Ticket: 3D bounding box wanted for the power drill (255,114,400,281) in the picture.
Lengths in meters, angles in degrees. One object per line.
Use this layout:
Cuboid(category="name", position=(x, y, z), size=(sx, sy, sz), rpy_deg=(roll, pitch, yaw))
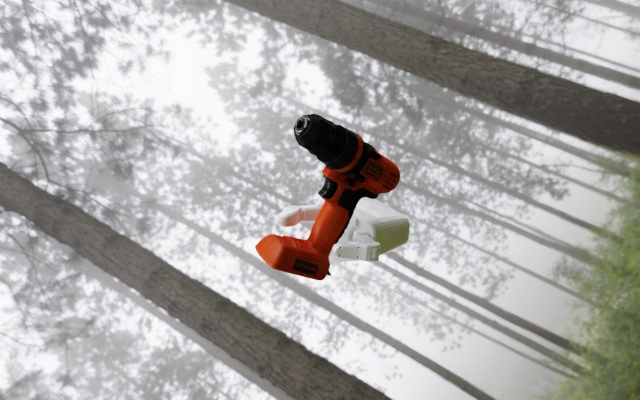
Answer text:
Cuboid(category="power drill", position=(0.000, 0.002, 0.587), size=(0.184, 0.188, 0.057), rpy_deg=(25, 12, -44))
